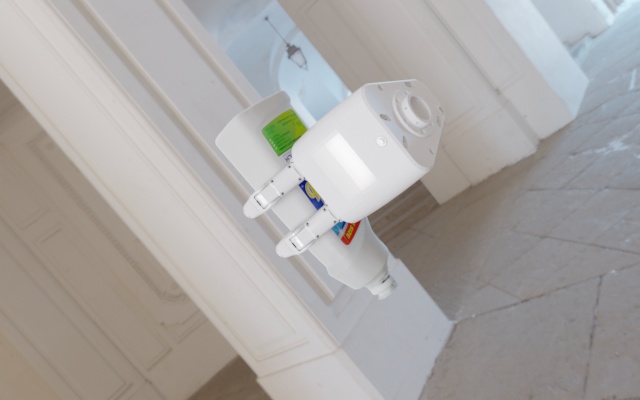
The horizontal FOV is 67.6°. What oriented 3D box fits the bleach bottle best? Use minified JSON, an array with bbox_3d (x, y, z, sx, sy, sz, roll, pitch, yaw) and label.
[{"bbox_3d":[0.000,0.002,0.534,0.068,0.251,0.102,-37,5,43],"label":"bleach bottle"}]
